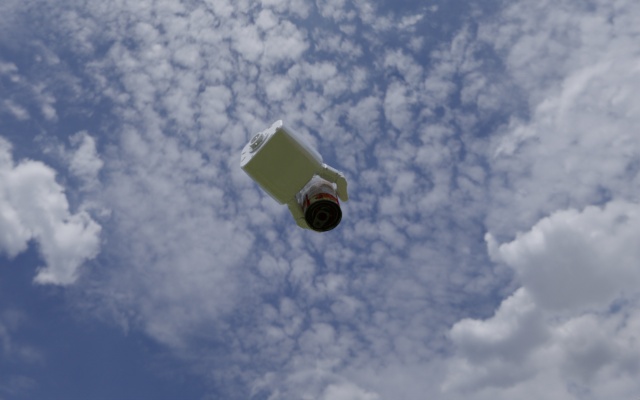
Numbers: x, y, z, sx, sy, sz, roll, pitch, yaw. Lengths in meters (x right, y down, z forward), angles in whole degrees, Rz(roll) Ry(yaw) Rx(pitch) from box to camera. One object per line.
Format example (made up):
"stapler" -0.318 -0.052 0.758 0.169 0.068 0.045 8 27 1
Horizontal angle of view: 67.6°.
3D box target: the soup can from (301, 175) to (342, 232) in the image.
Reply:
"soup can" 0.001 0.003 0.893 0.068 0.068 0.102 0 30 -7
